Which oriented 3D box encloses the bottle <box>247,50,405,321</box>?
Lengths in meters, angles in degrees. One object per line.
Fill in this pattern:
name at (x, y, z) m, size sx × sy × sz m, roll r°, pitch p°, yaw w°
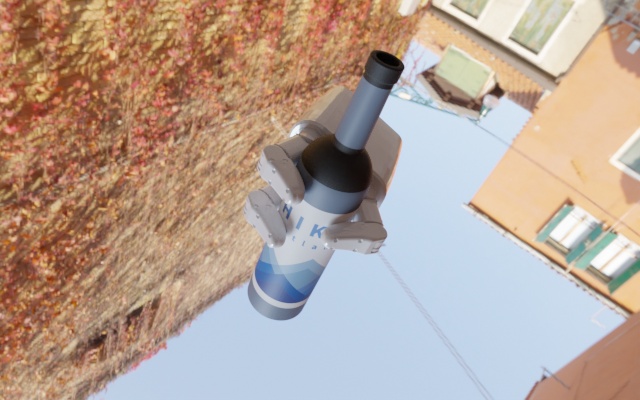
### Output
bottle at (0.000, 0.002, 0.438) m, size 0.069 × 0.296 × 0.069 m, roll 15°, pitch 40°, yaw -13°
